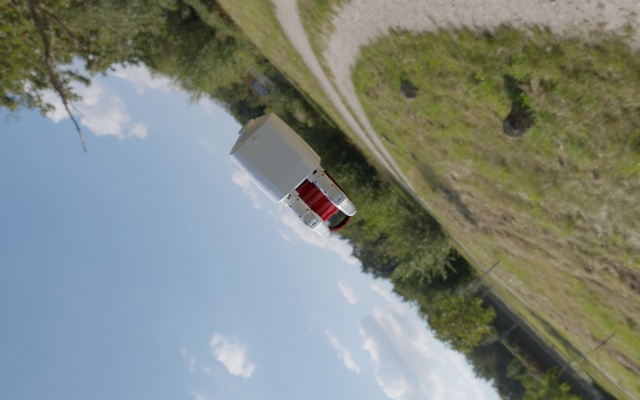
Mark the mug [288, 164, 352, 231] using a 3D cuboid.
[{"bbox_3d":[0.001,0.004,0.804,0.081,0.117,0.093,-42,17,5],"label":"mug"}]
